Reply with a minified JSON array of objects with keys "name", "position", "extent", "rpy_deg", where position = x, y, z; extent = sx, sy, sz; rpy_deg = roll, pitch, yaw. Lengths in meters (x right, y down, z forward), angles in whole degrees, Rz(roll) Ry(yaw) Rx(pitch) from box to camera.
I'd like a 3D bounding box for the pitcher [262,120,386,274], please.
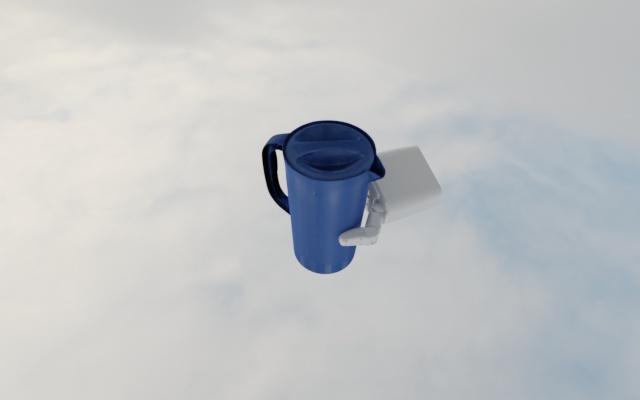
[{"name":"pitcher","position":[0.000,0.002,0.753],"extent":[0.145,0.243,0.149],"rpy_deg":[-17,49,-18]}]
